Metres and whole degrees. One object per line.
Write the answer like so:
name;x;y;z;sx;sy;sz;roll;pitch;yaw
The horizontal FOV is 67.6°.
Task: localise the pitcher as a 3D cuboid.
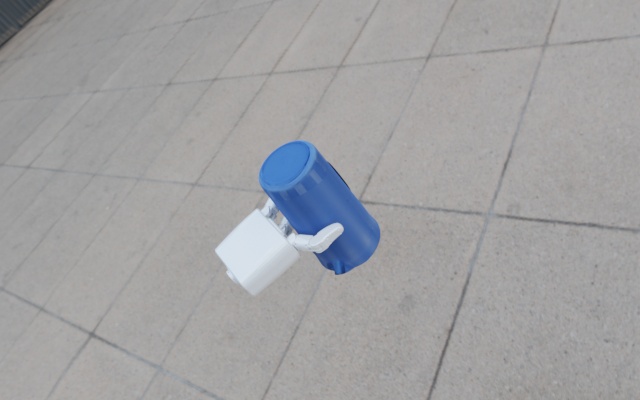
pitcher;0.000;0.003;0.841;0.149;0.145;0.243;39;-10;48
